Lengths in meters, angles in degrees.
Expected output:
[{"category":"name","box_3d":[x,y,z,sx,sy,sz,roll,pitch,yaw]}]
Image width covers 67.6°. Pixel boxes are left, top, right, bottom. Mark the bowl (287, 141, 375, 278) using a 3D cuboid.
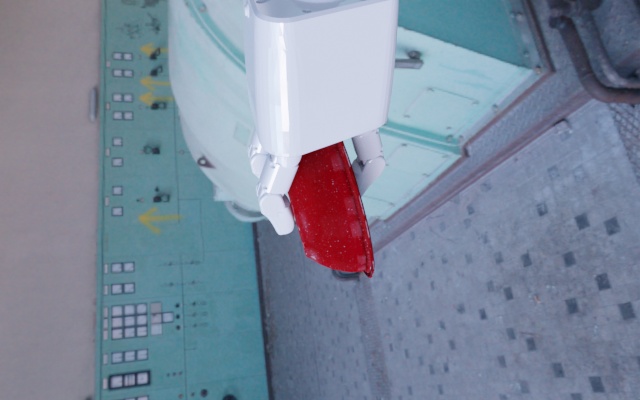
[{"category":"bowl","box_3d":[0.000,0.003,0.451,0.055,0.162,0.162,-16,1,-4]}]
